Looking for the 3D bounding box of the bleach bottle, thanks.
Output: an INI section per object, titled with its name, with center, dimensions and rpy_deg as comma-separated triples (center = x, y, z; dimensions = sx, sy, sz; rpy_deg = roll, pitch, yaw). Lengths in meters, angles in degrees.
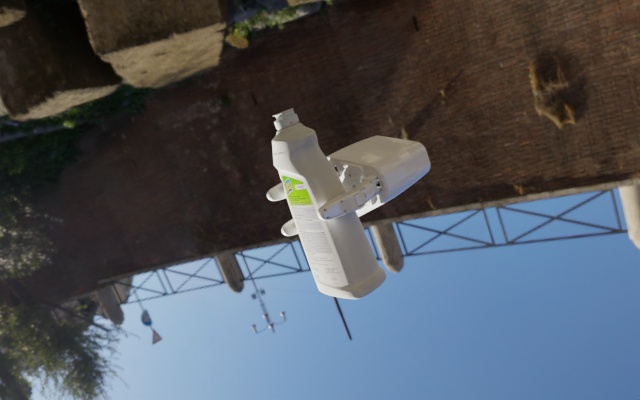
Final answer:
[bleach bottle]
center = 0.000, 0.002, 0.626
dimensions = 0.068, 0.251, 0.102
rpy_deg = -29, 15, -36
